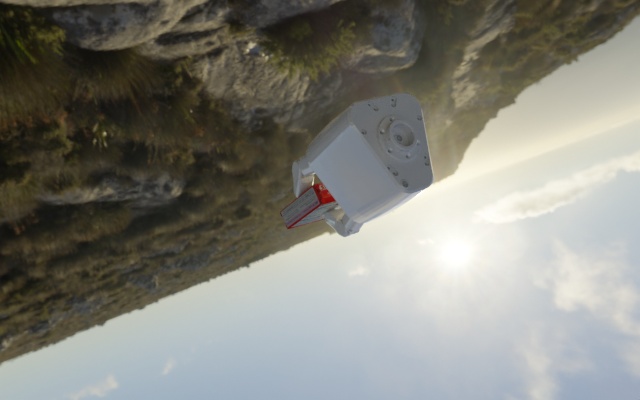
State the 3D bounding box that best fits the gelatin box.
[{"bbox_3d":[0.000,0.003,0.628,0.073,0.030,0.089,-14,-16,-40],"label":"gelatin box"}]
